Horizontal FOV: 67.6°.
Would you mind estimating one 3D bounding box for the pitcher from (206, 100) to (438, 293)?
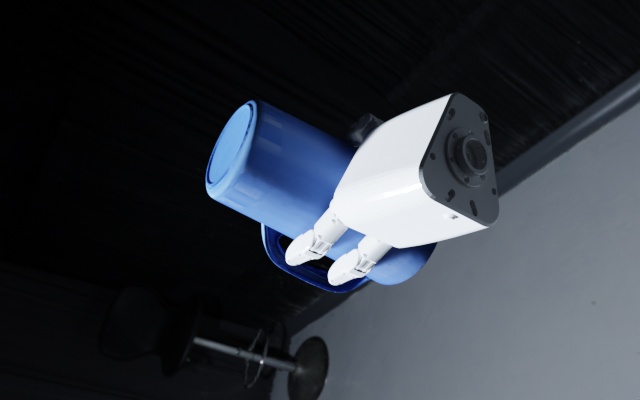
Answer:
[{"bbox_3d":[0.000,0.002,0.523,0.243,0.149,0.145,26,-25,-27],"label":"pitcher"}]
